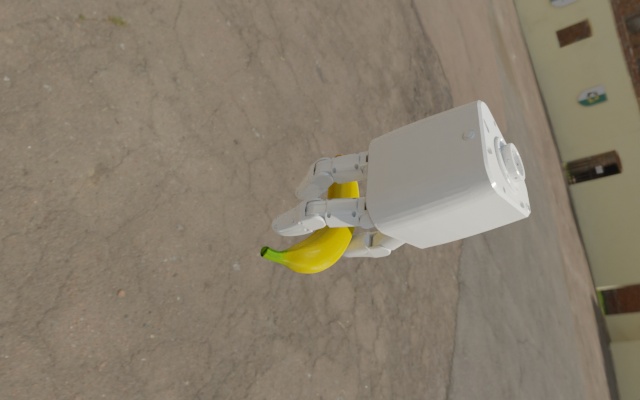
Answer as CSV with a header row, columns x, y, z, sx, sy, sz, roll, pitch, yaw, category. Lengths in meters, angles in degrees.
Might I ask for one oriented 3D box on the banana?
x,y,z,sx,sy,sz,roll,pitch,yaw,category
0.009,0.018,0.514,0.037,0.070,0.197,-25,18,36,banana
